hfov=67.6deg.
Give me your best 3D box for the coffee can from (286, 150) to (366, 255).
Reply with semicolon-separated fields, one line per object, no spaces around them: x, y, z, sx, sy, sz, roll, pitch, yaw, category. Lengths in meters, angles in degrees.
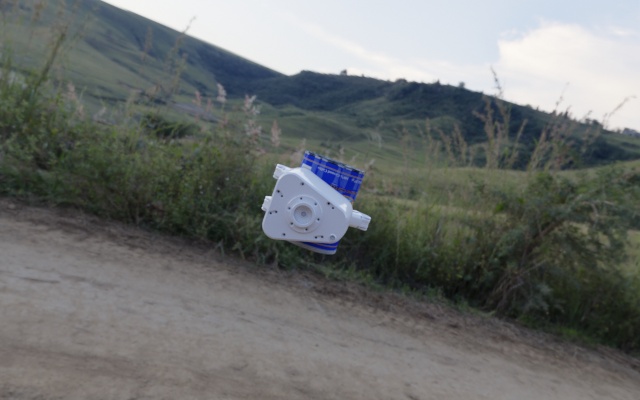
0.000;0.003;0.769;0.103;0.140;0.103;20;7;-2;coffee can
